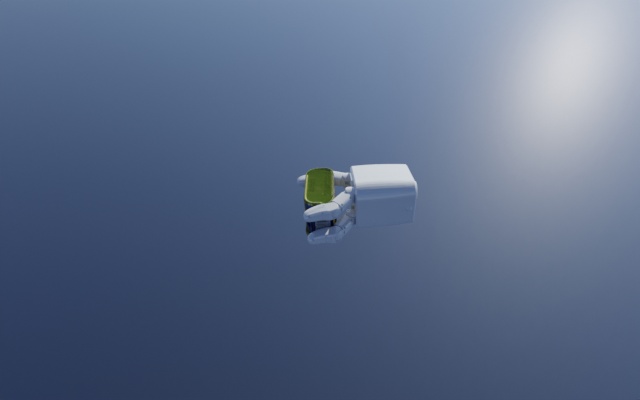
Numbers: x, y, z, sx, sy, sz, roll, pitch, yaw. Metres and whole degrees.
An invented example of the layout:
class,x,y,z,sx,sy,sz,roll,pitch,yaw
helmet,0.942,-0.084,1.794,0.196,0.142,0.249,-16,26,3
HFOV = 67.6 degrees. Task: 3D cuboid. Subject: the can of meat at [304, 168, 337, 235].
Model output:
class,x,y,z,sx,sy,sz,roll,pitch,yaw
can of meat,0.000,0.003,0.859,0.057,0.084,0.102,-1,43,3
